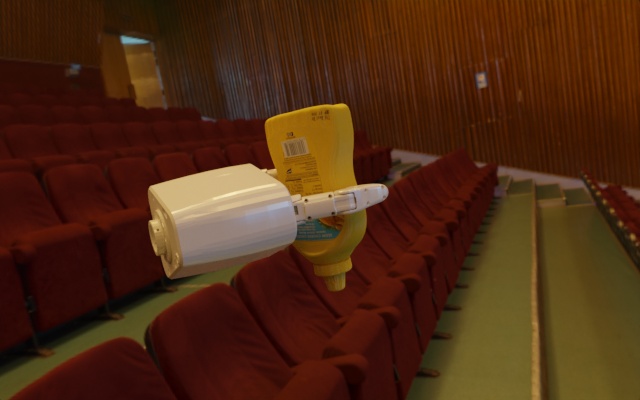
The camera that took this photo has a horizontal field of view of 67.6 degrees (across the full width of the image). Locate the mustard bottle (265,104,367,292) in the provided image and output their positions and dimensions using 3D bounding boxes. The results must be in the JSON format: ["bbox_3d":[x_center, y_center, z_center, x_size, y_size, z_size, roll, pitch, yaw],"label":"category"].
[{"bbox_3d":[0.000,0.001,0.500,0.096,0.191,0.058,-5,8,38],"label":"mustard bottle"}]
